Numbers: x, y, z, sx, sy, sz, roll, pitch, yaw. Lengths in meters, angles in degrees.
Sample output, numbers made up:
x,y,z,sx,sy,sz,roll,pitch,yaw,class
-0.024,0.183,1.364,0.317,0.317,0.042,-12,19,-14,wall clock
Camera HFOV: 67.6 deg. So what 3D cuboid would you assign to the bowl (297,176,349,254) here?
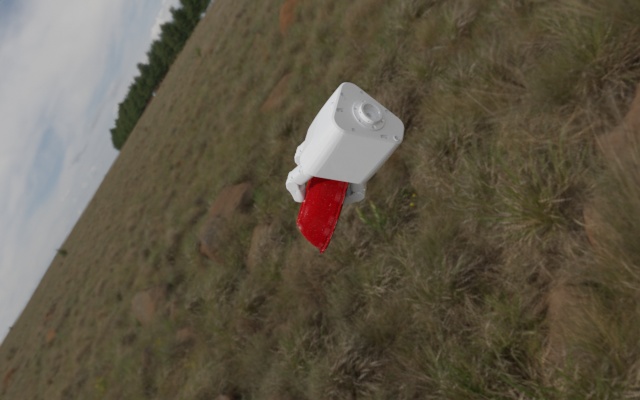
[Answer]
x,y,z,sx,sy,sz,roll,pitch,yaw,class
-0.001,0.003,0.782,0.055,0.162,0.162,17,-1,-4,bowl
